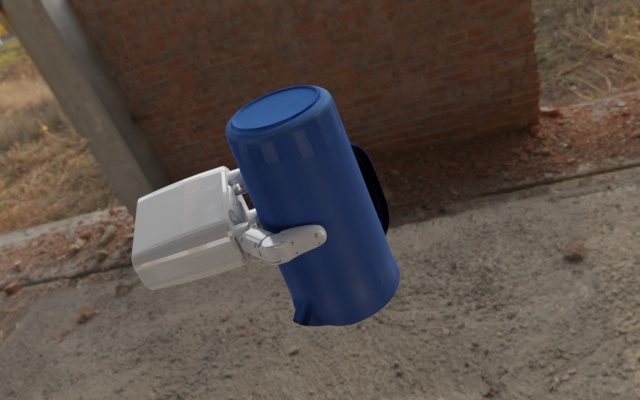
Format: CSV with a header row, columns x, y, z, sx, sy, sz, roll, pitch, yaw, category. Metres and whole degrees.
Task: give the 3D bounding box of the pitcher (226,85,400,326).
x,y,z,sx,sy,sz,roll,pitch,yaw,category
0.000,0.002,0.518,0.145,0.243,0.149,-18,31,4,pitcher
